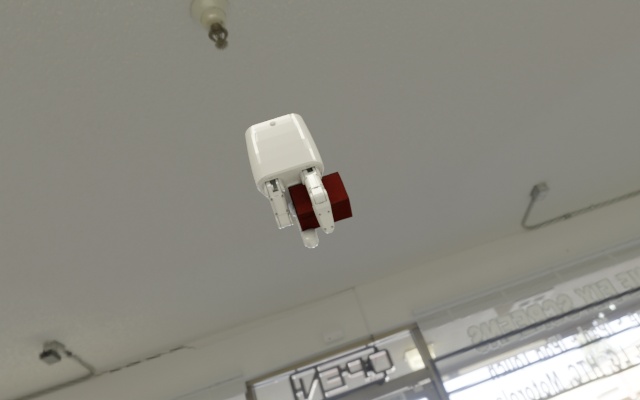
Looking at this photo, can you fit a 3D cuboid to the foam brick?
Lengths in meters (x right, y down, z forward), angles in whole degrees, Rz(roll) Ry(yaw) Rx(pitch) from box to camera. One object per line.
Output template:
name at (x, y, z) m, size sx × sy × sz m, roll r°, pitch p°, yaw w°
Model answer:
foam brick at (0.000, 0.002, 0.686) m, size 0.078 × 0.051 × 0.053 m, roll -18°, pitch -33°, yaw -3°
